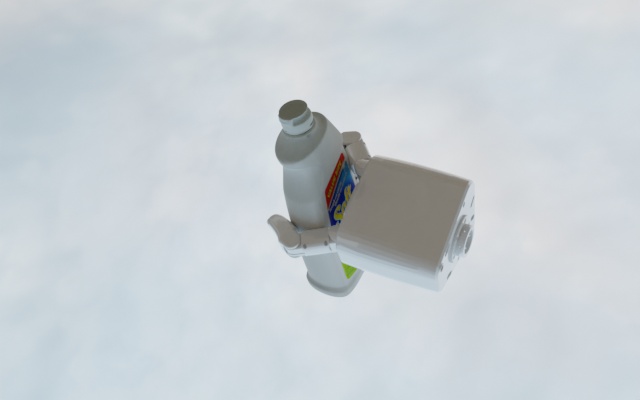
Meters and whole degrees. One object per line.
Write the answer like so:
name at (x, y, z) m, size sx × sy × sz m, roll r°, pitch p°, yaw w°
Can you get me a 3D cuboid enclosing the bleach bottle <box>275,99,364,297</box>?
bleach bottle at (0.000, 0.002, 0.526) m, size 0.068 × 0.102 × 0.251 m, roll 17°, pitch -32°, yaw 29°
